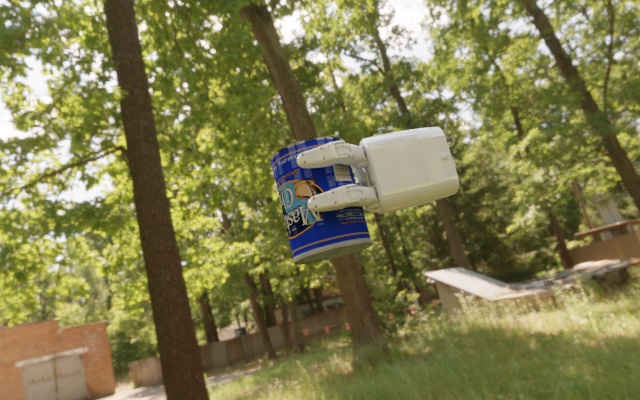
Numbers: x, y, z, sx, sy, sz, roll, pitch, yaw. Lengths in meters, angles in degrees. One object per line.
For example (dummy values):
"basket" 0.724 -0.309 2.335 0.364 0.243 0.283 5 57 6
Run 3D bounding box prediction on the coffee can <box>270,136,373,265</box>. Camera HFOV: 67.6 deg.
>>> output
"coffee can" 0.000 0.002 0.615 0.103 0.140 0.103 -13 -13 -3
